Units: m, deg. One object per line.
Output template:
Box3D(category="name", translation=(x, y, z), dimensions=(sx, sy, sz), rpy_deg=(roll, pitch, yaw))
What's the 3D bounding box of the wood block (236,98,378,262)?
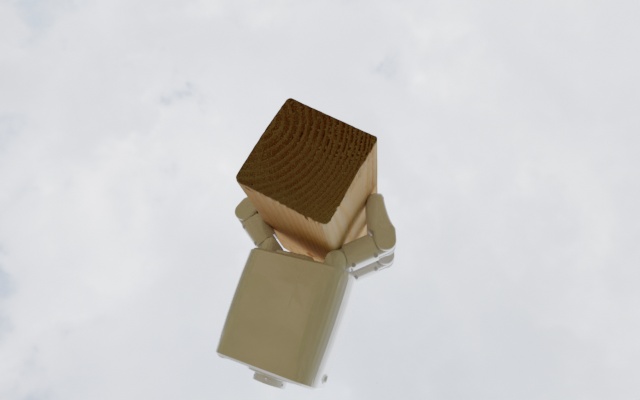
Box3D(category="wood block", translation=(0.000, 0.002, 0.483), dimensions=(0.091, 0.090, 0.206), rpy_deg=(26, -16, 15))
